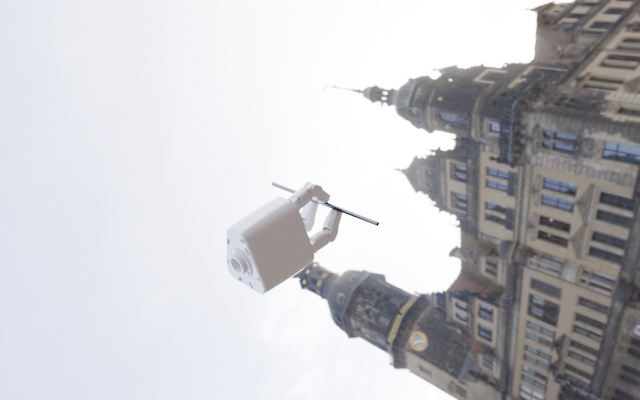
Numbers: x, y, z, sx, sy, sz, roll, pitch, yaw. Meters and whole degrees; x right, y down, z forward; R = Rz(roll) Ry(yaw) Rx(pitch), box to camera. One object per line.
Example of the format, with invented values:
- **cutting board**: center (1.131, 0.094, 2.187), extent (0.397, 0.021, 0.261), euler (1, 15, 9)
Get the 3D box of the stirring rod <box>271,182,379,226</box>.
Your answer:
- **stirring rod**: center (0.000, 0.003, 0.811), extent (0.239, 0.011, 0.011), euler (21, 13, 38)
